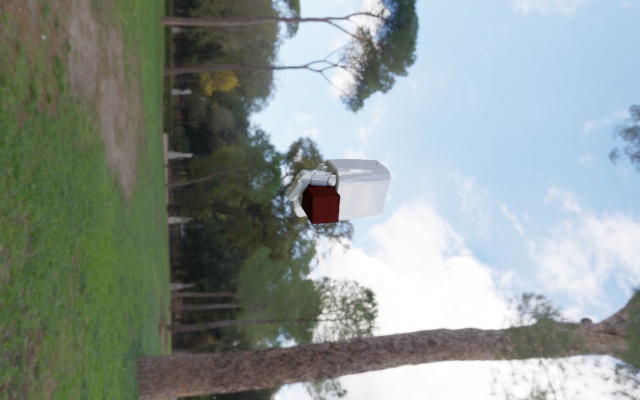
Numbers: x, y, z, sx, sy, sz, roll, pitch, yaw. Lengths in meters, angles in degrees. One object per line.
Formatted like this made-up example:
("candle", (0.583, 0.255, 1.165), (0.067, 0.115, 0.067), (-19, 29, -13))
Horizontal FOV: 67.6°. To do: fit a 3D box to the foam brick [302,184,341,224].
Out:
("foam brick", (0.000, 0.003, 0.851), (0.051, 0.053, 0.078), (-1, 22, -15))
